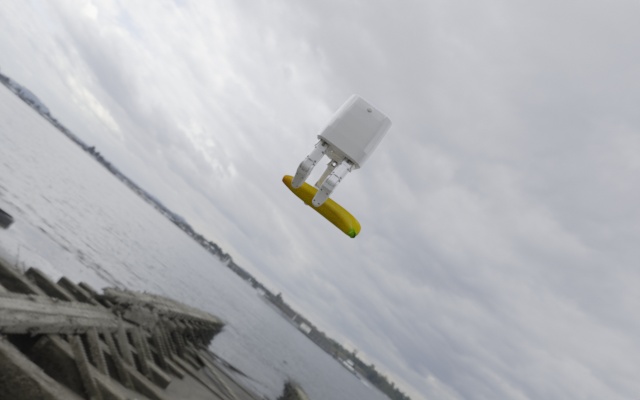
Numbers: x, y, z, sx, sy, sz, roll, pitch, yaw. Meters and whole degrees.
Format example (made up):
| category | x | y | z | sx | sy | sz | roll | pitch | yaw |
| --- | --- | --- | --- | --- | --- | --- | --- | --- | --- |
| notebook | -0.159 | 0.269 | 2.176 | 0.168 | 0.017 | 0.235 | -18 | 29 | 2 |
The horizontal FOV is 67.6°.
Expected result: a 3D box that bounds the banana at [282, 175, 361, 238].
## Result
| category | x | y | z | sx | sy | sz | roll | pitch | yaw |
| --- | --- | --- | --- | --- | --- | --- | --- | --- | --- |
| banana | 0.010 | 0.011 | 0.876 | 0.197 | 0.037 | 0.070 | 37 | -2 | 32 |
